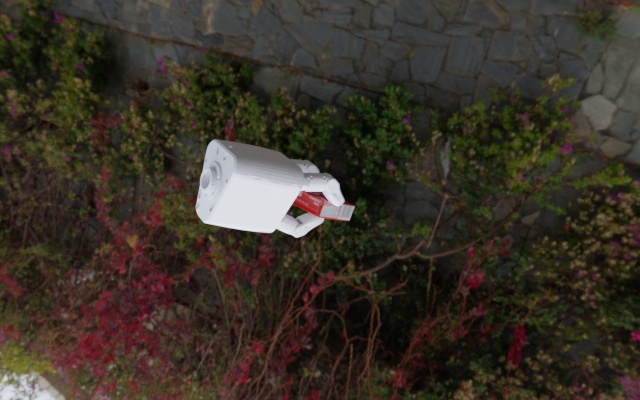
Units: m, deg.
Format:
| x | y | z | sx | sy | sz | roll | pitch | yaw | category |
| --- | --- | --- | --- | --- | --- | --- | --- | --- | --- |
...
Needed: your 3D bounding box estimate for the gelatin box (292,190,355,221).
| x | y | z | sx | sy | sz | roll | pitch | yaw | category |
| --- | --- | --- | --- | --- | --- | --- | --- | --- | --- |
| 0.000 | 0.003 | 0.755 | 0.073 | 0.030 | 0.089 | 28 | 11 | 36 | gelatin box |
